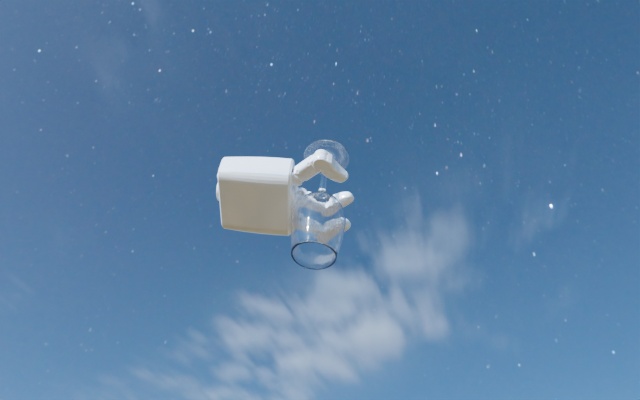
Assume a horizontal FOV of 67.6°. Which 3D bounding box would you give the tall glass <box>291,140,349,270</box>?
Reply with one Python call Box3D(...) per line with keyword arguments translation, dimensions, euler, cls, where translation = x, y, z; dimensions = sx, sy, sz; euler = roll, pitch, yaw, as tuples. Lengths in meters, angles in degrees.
Box3D(translation=(0.000, 0.002, 0.701), dimensions=(0.079, 0.200, 0.079), euler=(4, -44, 3), cls="tall glass")
